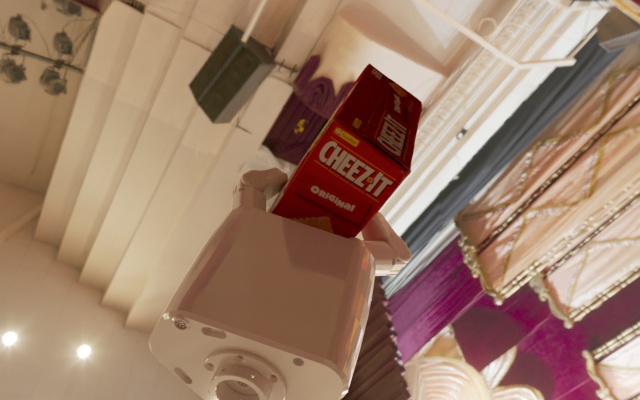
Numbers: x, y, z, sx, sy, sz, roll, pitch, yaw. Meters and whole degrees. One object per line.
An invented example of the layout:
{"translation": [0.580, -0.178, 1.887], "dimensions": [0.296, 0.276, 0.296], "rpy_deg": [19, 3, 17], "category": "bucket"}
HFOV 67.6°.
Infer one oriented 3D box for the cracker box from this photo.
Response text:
{"translation": [0.000, 0.001, 0.429], "dimensions": [0.072, 0.214, 0.164], "rpy_deg": [34, 31, -5], "category": "cracker box"}
